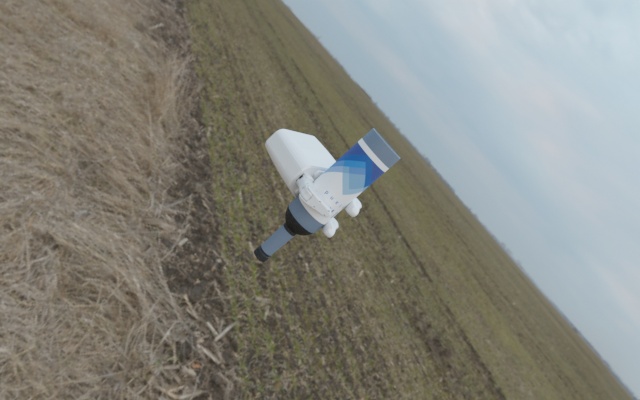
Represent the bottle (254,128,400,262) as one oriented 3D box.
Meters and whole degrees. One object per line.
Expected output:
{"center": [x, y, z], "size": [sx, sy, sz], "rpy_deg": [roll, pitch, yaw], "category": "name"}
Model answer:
{"center": [0.000, 0.003, 0.803], "size": [0.296, 0.069, 0.069], "rpy_deg": [-42, -11, 13], "category": "bottle"}
